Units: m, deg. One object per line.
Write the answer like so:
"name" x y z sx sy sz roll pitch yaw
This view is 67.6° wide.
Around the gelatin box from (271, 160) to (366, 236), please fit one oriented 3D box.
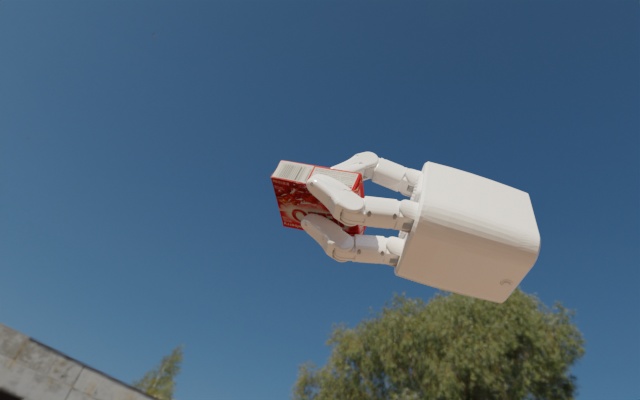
"gelatin box" 0.000 0.001 0.481 0.089 0.030 0.073 11 -41 19
